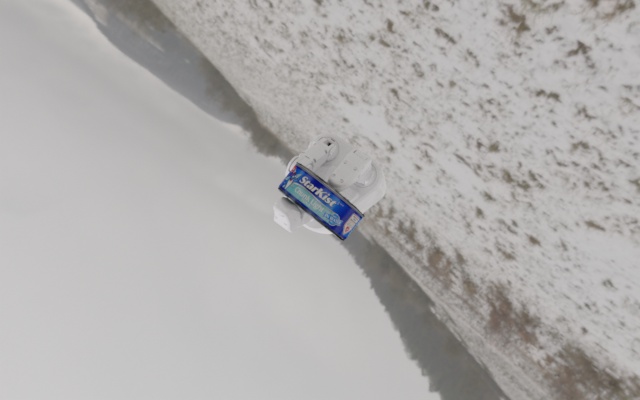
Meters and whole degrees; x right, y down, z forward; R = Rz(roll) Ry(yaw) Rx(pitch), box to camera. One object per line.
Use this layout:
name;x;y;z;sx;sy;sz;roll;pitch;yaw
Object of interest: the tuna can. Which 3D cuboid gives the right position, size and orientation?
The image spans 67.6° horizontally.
tuna can;0.000;0.002;0.471;0.086;0.034;0.086;39;-1;1
